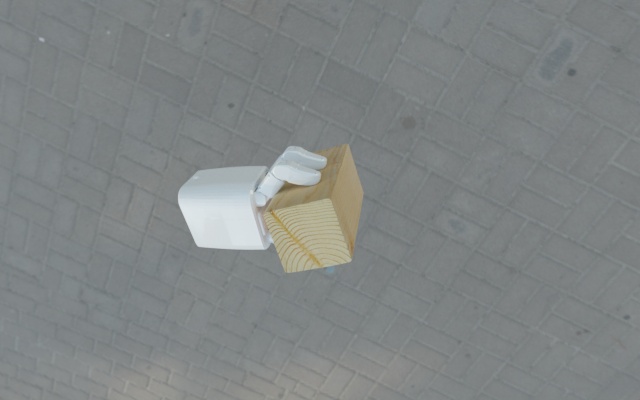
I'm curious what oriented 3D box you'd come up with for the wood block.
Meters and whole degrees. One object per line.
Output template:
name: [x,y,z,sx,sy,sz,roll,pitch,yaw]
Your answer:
wood block: [0.000,0.003,0.668,0.090,0.091,0.206,-12,22,15]
